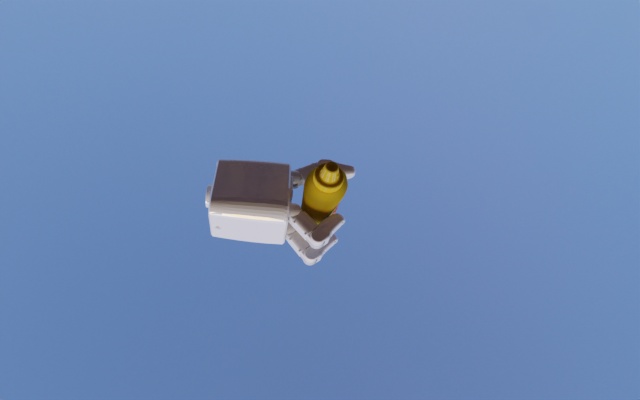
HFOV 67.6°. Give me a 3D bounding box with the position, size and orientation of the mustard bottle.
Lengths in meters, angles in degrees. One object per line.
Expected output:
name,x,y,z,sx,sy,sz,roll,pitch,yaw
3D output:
mustard bottle,0.000,0.002,0.696,0.058,0.096,0.192,26,-30,6
